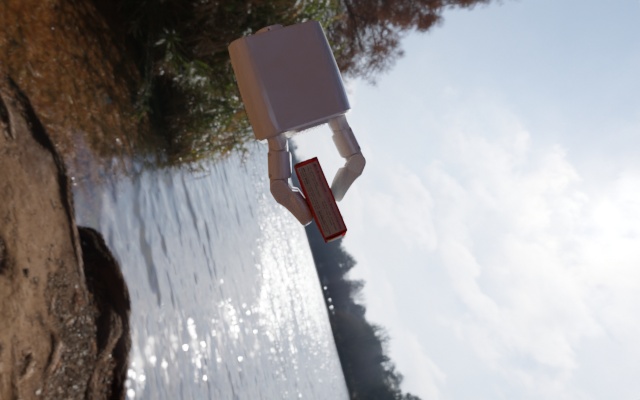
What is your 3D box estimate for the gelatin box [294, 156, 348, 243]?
[{"bbox_3d":[0.001,0.002,0.537,0.030,0.089,0.073,-23,-7,-2],"label":"gelatin box"}]
